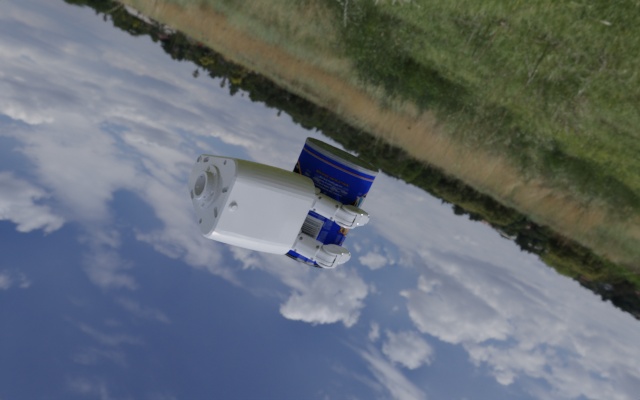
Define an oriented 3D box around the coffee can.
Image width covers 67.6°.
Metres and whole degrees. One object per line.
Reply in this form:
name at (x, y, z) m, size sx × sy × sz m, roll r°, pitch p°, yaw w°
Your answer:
coffee can at (0.000, 0.002, 0.625) m, size 0.103 × 0.140 × 0.102 m, roll 24°, pitch 11°, yaw -5°
